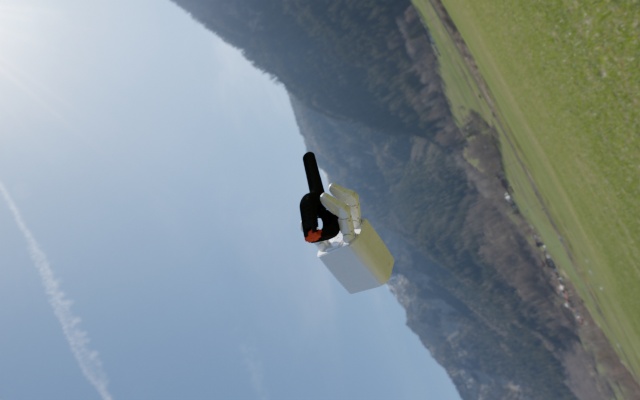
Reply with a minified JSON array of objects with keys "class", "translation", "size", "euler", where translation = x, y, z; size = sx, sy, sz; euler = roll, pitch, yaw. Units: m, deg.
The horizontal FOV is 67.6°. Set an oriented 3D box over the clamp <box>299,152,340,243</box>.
[{"class":"clamp","translation":[0.000,0.004,0.887],"size":[0.036,0.164,0.210],"euler":[-33,12,28]}]
